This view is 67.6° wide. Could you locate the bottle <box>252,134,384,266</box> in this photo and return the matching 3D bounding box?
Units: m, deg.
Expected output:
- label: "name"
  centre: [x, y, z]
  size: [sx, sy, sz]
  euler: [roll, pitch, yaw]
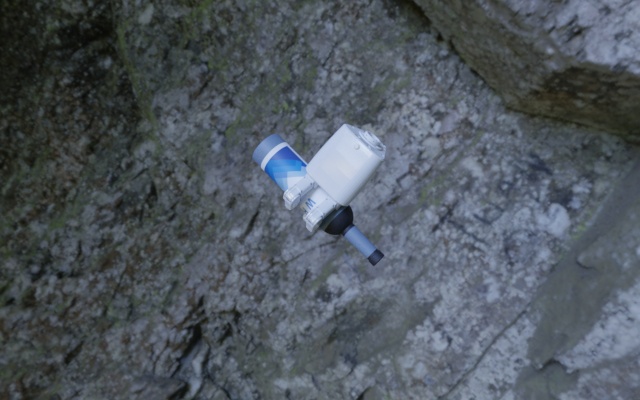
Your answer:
- label: "bottle"
  centre: [0.000, 0.003, 0.858]
  size: [0.295, 0.069, 0.069]
  euler: [45, 11, 11]
